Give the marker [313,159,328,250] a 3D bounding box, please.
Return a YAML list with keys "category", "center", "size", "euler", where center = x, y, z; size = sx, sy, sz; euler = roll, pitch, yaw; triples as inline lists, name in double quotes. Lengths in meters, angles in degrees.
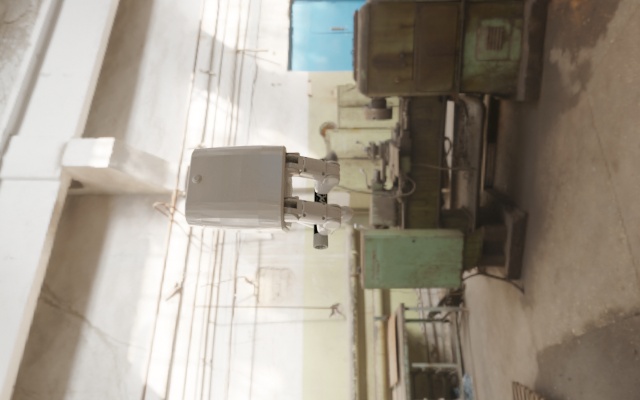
- category: "marker"
  center: [0.000, 0.002, 0.602]
  size: [0.020, 0.121, 0.020]
  euler: [0, -25, 0]
